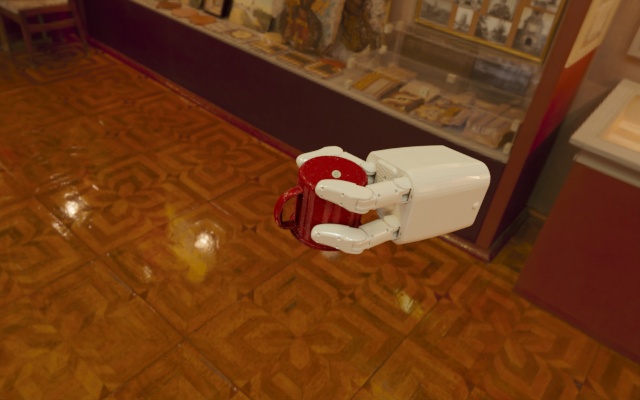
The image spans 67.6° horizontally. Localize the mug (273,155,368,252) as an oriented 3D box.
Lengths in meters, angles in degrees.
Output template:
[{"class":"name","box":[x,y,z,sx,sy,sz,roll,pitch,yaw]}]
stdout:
[{"class":"mug","box":[-0.001,0.002,0.563,0.117,0.082,0.093,-10,40,-23]}]
